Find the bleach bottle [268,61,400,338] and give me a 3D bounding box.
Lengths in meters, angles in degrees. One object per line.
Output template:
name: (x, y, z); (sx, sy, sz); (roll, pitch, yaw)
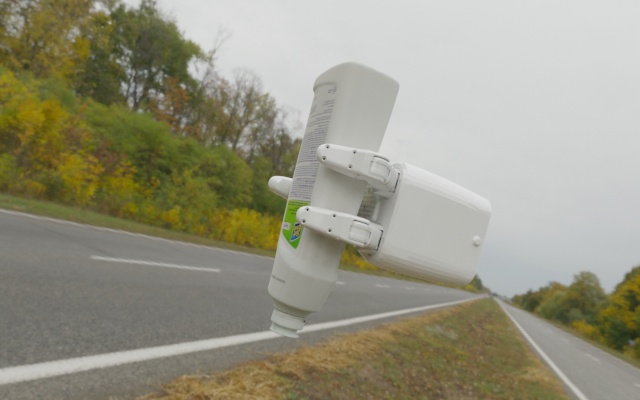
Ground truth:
bleach bottle: (0.000, 0.001, 0.455); (0.068, 0.251, 0.102); (19, -5, -19)
